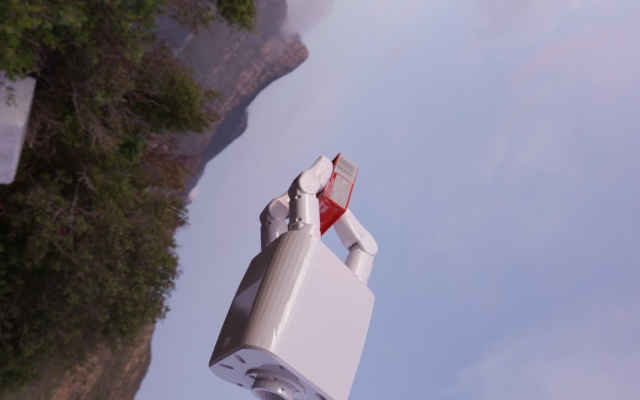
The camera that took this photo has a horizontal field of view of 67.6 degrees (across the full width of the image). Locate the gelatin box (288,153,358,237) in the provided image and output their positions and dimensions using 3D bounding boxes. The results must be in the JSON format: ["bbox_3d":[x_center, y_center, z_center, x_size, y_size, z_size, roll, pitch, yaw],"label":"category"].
[{"bbox_3d":[0.001,0.002,0.489,0.030,0.073,0.089,37,34,-11],"label":"gelatin box"}]
